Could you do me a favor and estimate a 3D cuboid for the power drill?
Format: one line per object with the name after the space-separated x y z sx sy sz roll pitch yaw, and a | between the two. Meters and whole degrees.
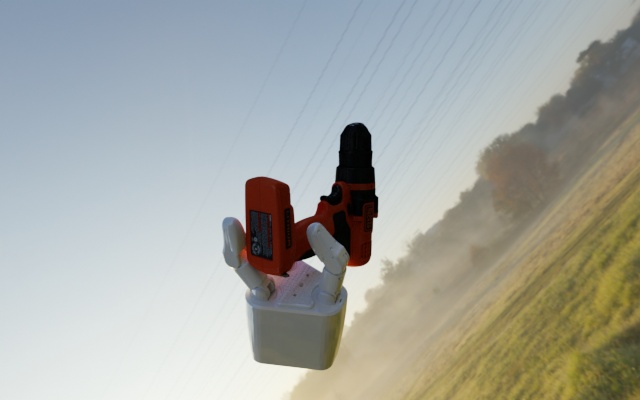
0.000 0.002 0.558 0.057 0.184 0.187 6 11 43 | power drill
